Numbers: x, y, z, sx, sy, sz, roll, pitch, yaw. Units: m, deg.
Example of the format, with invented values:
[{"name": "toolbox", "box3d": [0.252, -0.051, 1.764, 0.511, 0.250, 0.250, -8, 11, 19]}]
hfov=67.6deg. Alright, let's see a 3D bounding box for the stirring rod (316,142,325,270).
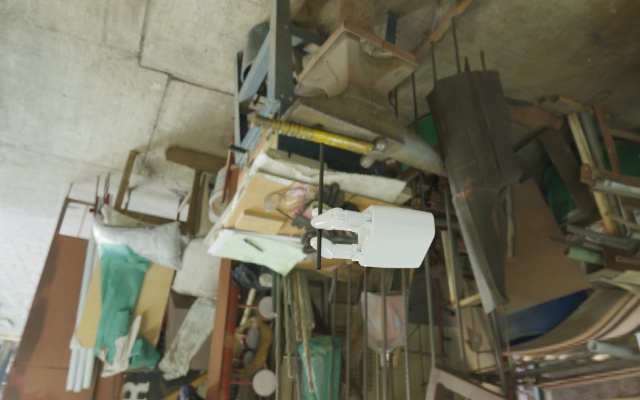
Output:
[{"name": "stirring rod", "box3d": [0.000, 0.003, 0.815, 0.011, 0.239, 0.011, 1, -28, 1]}]
